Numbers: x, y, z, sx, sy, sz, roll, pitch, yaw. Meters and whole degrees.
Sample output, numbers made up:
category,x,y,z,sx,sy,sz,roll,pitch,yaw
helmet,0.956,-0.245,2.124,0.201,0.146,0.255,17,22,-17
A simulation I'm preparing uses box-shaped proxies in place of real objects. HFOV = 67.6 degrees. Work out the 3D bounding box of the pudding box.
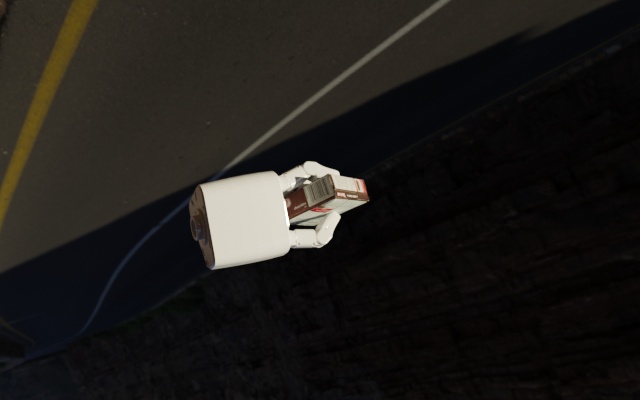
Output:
category,x,y,z,sx,sy,sz,roll,pitch,yaw
pudding box,0.000,0.002,0.698,0.113,0.039,0.090,-24,-17,33
